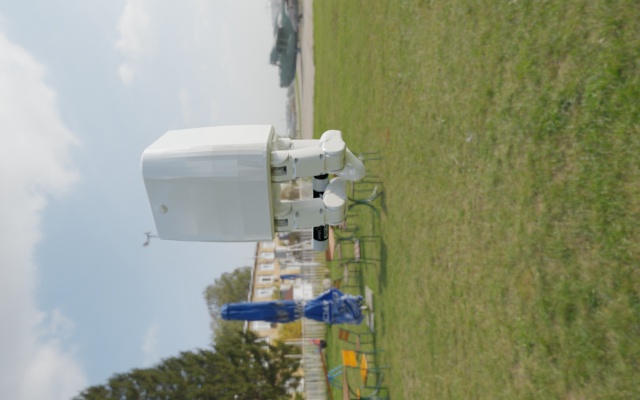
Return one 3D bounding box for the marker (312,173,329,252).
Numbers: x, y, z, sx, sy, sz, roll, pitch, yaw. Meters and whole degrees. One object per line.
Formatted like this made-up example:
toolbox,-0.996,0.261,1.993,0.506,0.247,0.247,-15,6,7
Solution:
marker,0.000,0.002,0.488,0.020,0.121,0.020,0,36,0
